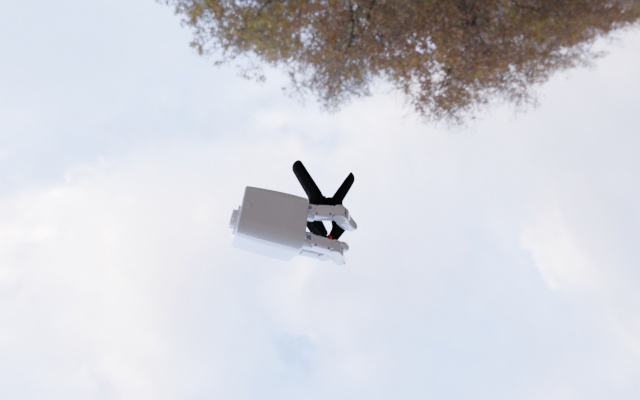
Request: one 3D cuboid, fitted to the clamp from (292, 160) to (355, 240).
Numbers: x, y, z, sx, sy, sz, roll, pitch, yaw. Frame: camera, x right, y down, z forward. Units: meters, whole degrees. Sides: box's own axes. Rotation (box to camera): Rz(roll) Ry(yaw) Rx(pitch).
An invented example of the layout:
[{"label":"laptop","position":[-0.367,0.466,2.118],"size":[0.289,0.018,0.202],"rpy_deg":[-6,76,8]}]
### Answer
[{"label":"clamp","position":[0.000,0.003,0.828],"size":[0.120,0.171,0.039],"rpy_deg":[15,-39,-11]}]
